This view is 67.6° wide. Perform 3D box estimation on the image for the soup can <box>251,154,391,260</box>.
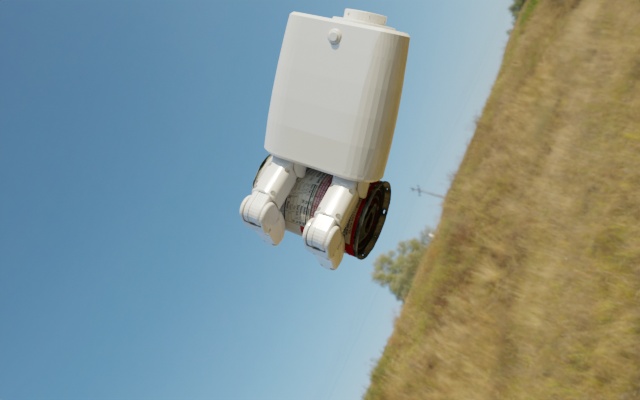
[{"bbox_3d":[0.000,0.002,0.408,0.102,0.068,0.068,19,7,21],"label":"soup can"}]
